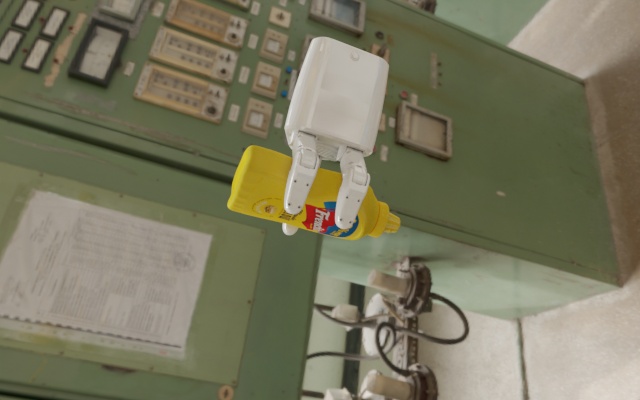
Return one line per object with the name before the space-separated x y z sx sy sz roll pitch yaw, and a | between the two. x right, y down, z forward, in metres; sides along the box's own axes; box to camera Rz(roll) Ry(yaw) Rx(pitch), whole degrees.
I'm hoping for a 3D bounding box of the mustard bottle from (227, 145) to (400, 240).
mustard bottle | 0.000 0.002 0.528 0.191 0.058 0.096 16 -33 -15
